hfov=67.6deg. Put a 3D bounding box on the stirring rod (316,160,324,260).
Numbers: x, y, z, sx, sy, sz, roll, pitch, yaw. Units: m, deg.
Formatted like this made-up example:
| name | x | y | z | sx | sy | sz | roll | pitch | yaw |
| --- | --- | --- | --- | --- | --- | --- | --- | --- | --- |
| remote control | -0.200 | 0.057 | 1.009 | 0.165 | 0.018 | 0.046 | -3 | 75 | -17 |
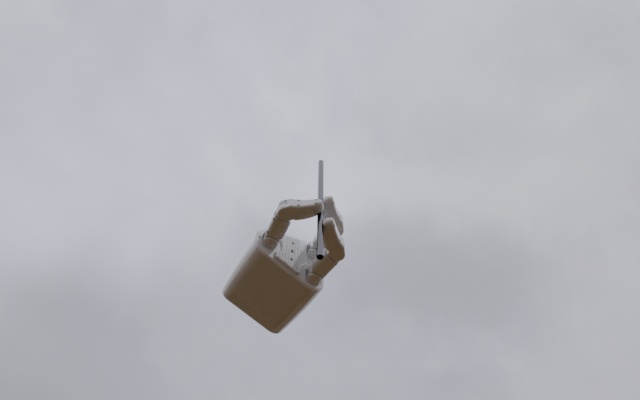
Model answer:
| name | x | y | z | sx | sy | sz | roll | pitch | yaw |
| --- | --- | --- | --- | --- | --- | --- | --- | --- | --- |
| stirring rod | 0.000 | 0.002 | 0.640 | 0.011 | 0.011 | 0.239 | 0 | 31 | 0 |
